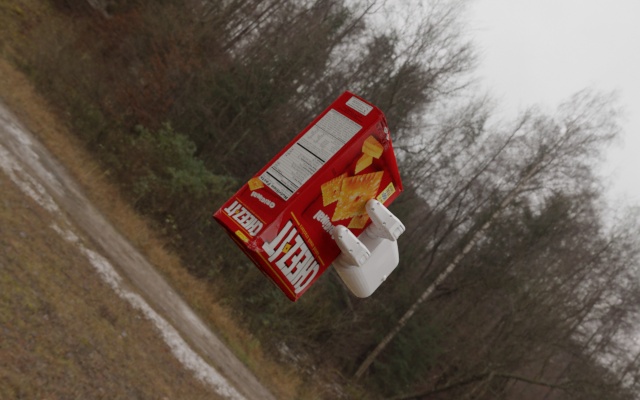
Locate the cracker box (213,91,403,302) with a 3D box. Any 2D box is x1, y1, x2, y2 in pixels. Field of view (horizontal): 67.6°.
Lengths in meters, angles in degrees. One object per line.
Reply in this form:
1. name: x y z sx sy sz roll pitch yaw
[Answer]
1. cracker box: 0.000 0.002 0.578 0.072 0.213 0.164 36 -15 33
